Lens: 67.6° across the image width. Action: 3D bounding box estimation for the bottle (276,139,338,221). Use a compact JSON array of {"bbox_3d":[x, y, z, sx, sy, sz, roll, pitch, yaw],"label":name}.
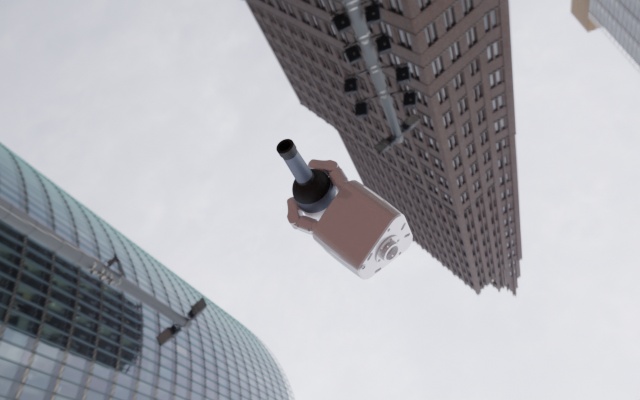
[{"bbox_3d":[0.000,0.003,0.791,0.069,0.069,0.296,0,-33,25],"label":"bottle"}]
